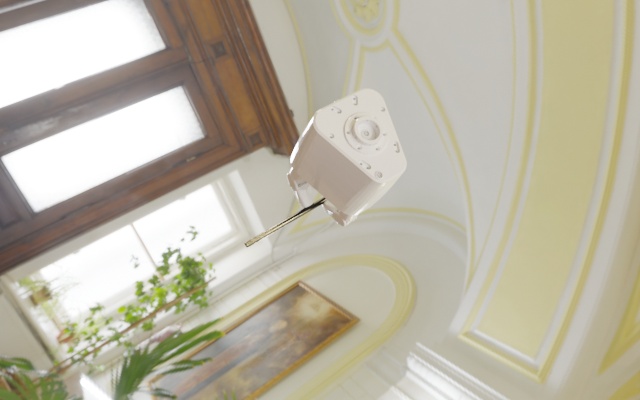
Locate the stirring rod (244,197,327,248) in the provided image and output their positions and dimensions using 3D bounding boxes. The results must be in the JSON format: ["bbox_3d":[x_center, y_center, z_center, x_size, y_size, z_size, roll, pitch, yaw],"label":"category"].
[{"bbox_3d":[0.000,0.002,0.662,0.239,0.011,0.011,-30,12,-22],"label":"stirring rod"}]
